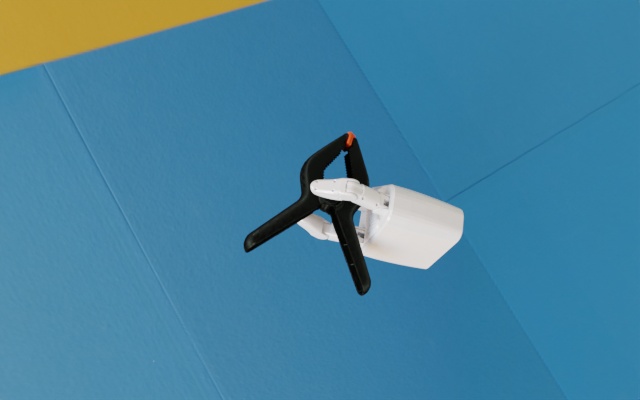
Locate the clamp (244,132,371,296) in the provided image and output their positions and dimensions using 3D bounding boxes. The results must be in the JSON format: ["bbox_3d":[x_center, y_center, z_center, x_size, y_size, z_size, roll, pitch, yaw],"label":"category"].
[{"bbox_3d":[0.001,0.001,0.612,0.164,0.210,0.036,16,-22,-12],"label":"clamp"}]
